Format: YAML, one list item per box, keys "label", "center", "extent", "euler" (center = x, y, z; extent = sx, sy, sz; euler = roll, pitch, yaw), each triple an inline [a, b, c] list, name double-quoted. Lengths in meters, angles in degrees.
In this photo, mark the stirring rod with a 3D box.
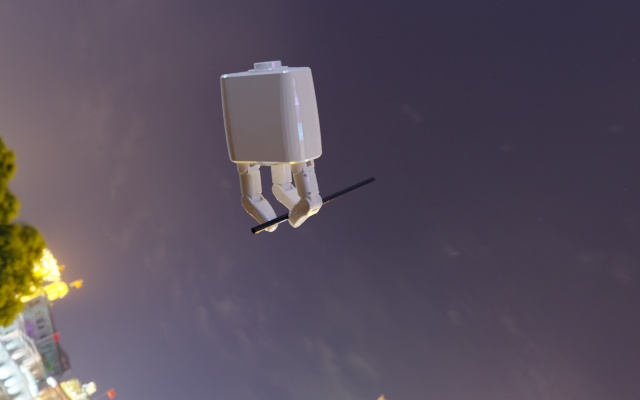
- label: "stirring rod"
  center: [0.000, 0.002, 0.658]
  extent: [0.011, 0.011, 0.239]
  euler: [0, 17, 45]
